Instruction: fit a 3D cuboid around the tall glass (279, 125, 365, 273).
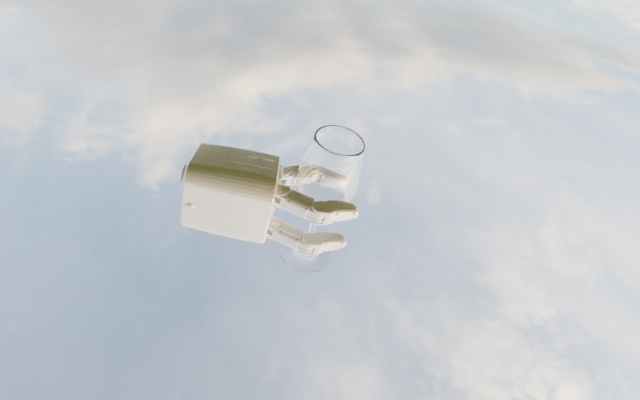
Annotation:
[{"bbox_3d":[0.000,0.003,0.621,0.079,0.201,0.079,10,40,-9],"label":"tall glass"}]
